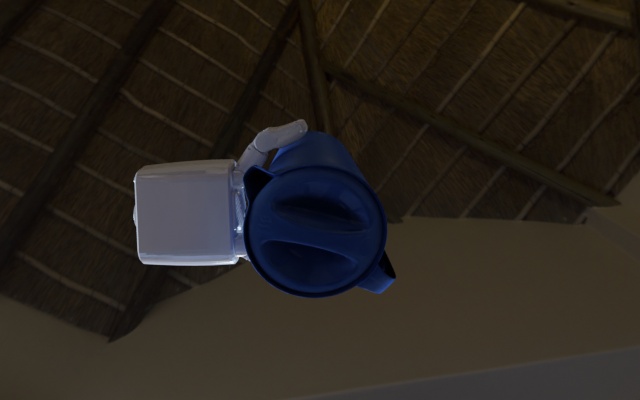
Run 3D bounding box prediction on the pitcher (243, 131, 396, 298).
[{"bbox_3d":[0.000,0.002,0.547,0.145,0.149,0.242,-4,19,0],"label":"pitcher"}]
